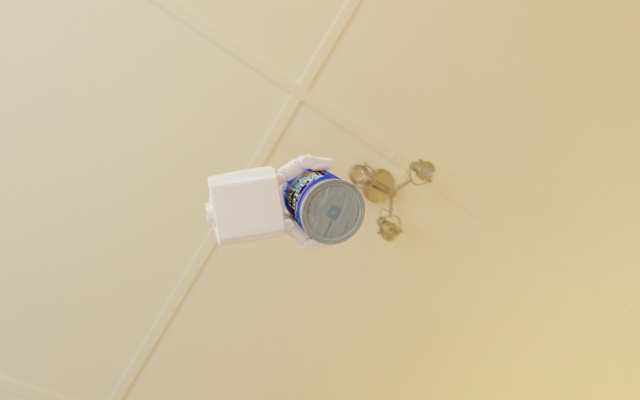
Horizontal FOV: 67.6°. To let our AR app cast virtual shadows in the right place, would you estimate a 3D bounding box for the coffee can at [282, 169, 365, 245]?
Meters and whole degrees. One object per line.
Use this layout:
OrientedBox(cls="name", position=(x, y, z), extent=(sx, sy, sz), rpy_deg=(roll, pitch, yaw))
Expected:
OrientedBox(cls="coffee can", position=(0.000, 0.003, 0.789), extent=(0.103, 0.103, 0.140), rpy_deg=(0, 13, -17))
